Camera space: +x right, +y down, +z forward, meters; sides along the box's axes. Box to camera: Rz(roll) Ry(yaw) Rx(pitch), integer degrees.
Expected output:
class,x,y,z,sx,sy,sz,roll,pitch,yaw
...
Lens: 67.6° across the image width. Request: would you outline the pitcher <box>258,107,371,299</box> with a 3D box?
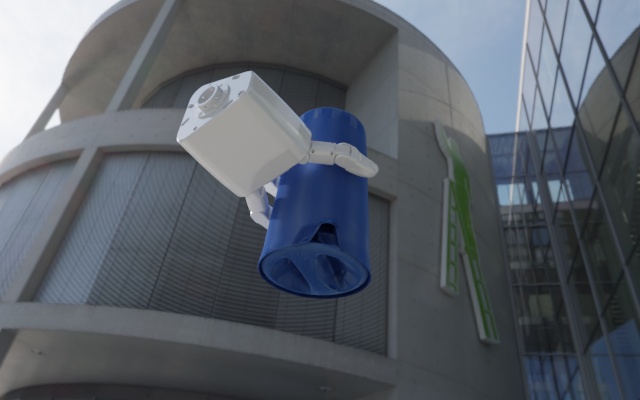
class,x,y,z,sx,sy,sz,roll,pitch,yaw
pitcher,0.000,0.002,0.635,0.149,0.242,0.145,-20,-44,31
